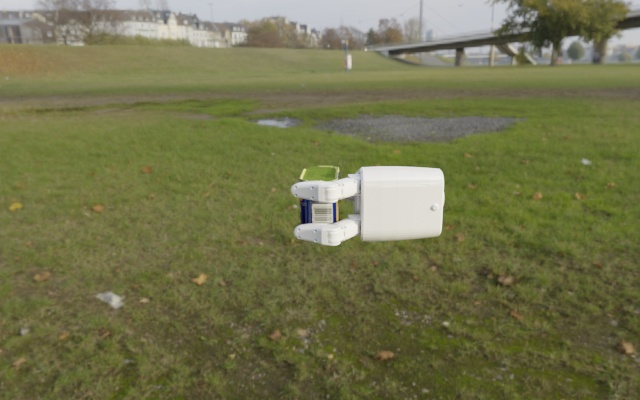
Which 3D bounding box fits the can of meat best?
[{"bbox_3d":[0.000,0.002,0.655,0.057,0.084,0.102,0,16,3],"label":"can of meat"}]
